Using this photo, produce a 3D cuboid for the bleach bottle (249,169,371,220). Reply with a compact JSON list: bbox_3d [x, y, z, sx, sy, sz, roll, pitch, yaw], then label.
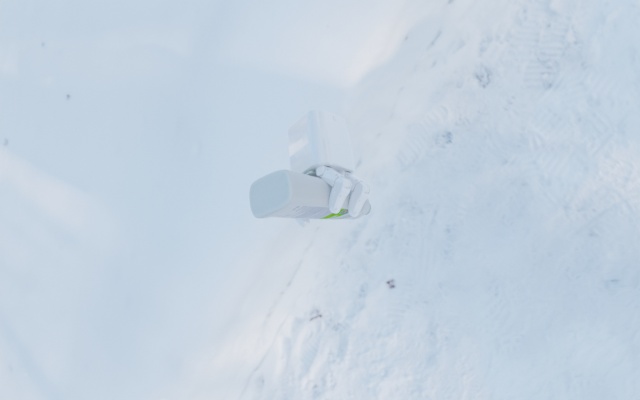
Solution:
[{"bbox_3d":[0.000,0.003,0.853,0.102,0.068,0.251,-21,-20,37],"label":"bleach bottle"}]
